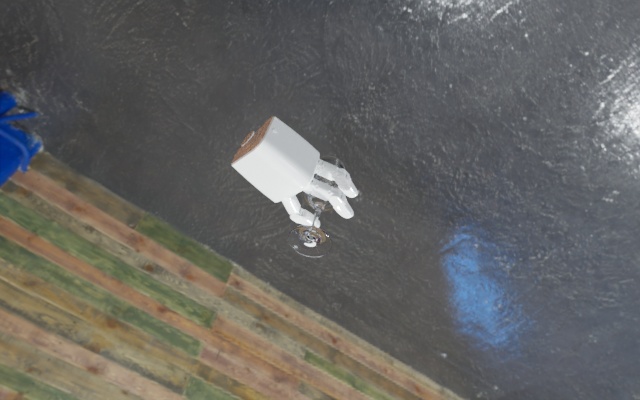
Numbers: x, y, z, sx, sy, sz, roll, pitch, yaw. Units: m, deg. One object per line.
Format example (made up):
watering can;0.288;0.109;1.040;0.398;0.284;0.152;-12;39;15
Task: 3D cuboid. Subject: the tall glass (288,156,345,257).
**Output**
tall glass;0.000;0.003;0.858;0.079;0.079;0.201;0;41;14
